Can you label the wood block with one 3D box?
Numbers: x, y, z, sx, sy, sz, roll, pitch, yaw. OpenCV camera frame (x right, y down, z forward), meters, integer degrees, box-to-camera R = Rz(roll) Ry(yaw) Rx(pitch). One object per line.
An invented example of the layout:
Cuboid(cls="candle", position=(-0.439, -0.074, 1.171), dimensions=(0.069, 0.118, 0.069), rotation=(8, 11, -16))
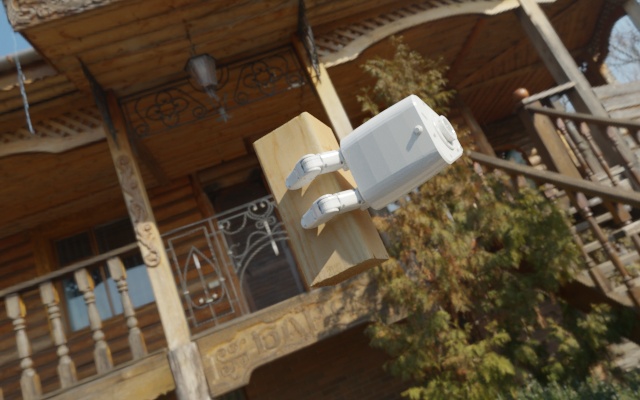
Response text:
Cuboid(cls="wood block", position=(0.001, 0.002, 0.634), dimensions=(0.090, 0.206, 0.091), rotation=(-28, -18, 18))
